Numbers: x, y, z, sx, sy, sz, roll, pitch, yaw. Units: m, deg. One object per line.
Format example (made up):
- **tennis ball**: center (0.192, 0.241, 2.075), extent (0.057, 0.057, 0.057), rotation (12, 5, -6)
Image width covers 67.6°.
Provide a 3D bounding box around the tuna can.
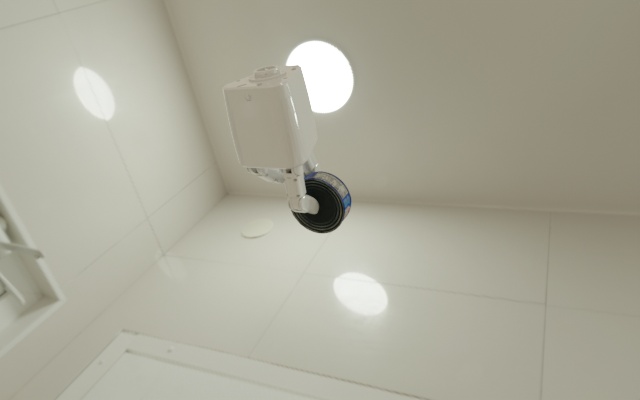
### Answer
- **tuna can**: center (0.000, 0.002, 0.687), extent (0.086, 0.086, 0.033), rotation (0, 26, 27)
